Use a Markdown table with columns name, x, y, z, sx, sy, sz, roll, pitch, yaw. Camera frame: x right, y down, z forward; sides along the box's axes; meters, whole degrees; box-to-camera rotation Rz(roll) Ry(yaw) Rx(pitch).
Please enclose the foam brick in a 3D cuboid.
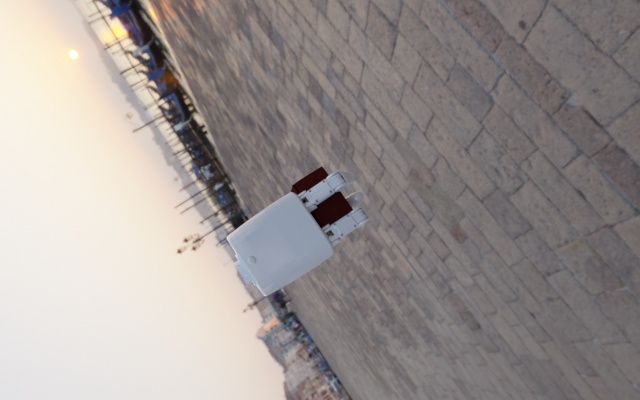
| name | x | y | z | sx | sy | sz | roll | pitch | yaw |
| --- | --- | --- | --- | --- | --- | --- | --- | --- | --- |
| foam brick | 0.000 | 0.002 | 0.667 | 0.051 | 0.078 | 0.053 | -33 | -9 | -14 |
